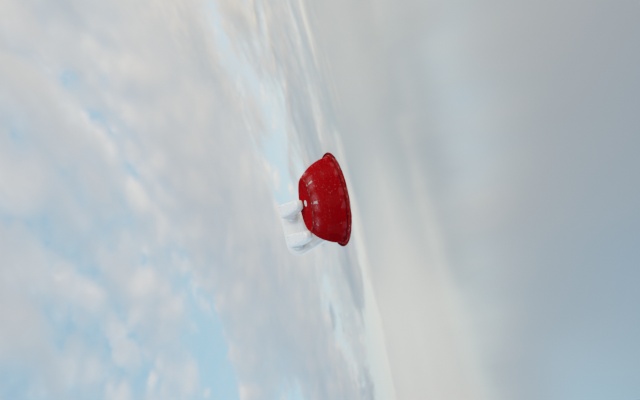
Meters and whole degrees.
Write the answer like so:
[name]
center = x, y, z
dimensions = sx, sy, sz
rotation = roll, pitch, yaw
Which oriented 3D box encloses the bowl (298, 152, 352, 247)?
[bowl]
center = 0.000, 0.002, 0.801
dimensions = 0.055, 0.162, 0.162
rotation = -10, 2, -15
